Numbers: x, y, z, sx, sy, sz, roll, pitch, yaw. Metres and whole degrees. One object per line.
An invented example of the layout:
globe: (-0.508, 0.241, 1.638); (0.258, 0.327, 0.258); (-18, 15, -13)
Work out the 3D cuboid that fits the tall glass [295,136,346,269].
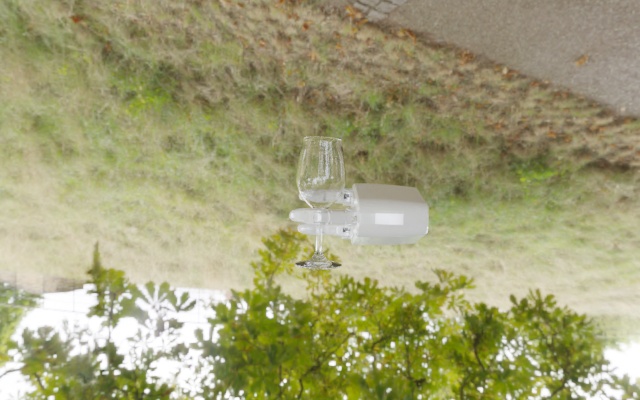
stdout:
tall glass: (0.000, 0.003, 0.750); (0.079, 0.201, 0.079); (1, 3, 0)
